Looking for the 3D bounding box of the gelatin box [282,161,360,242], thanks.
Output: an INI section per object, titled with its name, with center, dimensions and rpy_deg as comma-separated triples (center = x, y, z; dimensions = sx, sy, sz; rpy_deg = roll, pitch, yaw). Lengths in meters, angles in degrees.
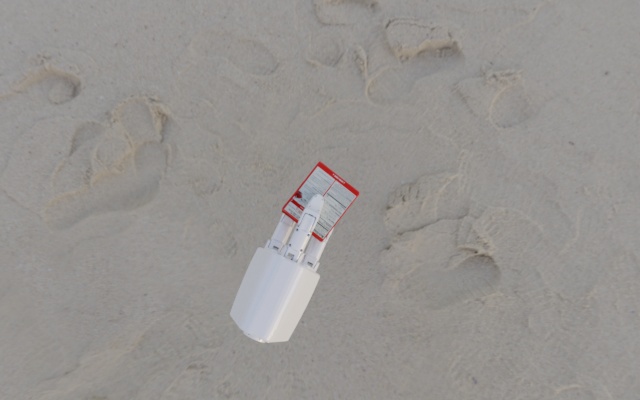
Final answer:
[gelatin box]
center = 0.000, 0.002, 0.670
dimensions = 0.073, 0.089, 0.030
rpy_deg = 38, -4, 1
